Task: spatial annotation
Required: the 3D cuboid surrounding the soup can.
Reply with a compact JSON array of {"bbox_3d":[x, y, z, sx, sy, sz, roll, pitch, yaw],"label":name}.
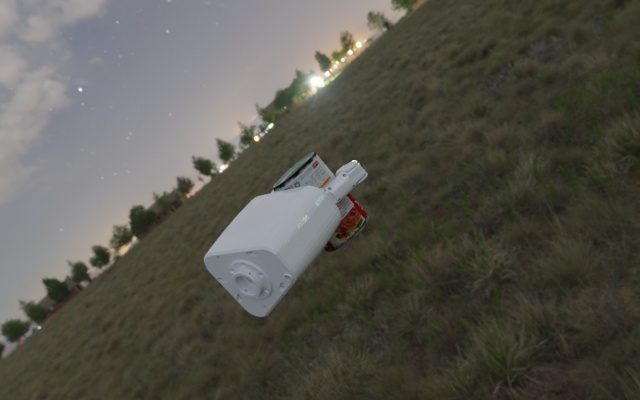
[{"bbox_3d":[0.000,0.001,0.570,0.068,0.102,0.068,-39,11,9],"label":"soup can"}]
